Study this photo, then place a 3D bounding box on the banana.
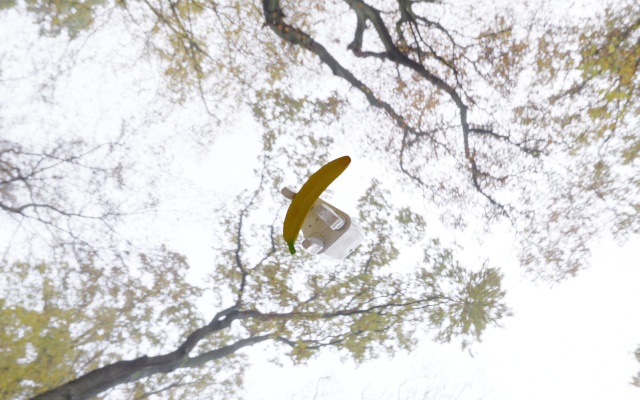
[{"bbox_3d":[-0.015,-0.001,0.839,0.069,0.198,0.037,25,-9,36],"label":"banana"}]
